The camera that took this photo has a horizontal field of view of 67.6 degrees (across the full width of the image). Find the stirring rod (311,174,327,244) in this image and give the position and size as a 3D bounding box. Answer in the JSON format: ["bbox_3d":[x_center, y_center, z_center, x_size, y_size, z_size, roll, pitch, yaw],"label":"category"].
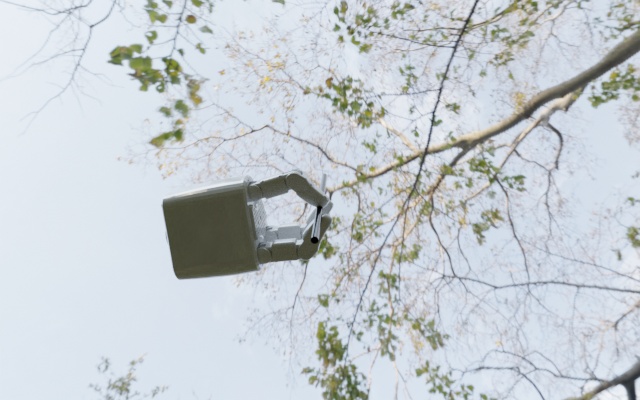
[{"bbox_3d":[0.000,0.002,0.594,0.011,0.011,0.239,0,18,3],"label":"stirring rod"}]
